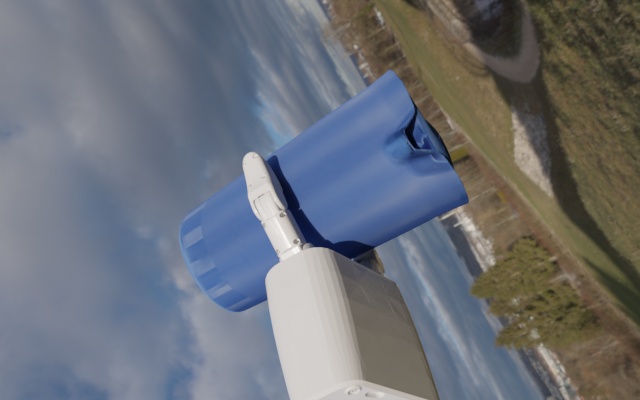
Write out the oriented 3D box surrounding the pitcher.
[{"bbox_3d":[0.000,0.002,0.446,0.243,0.145,0.149,-30,-47,11],"label":"pitcher"}]
